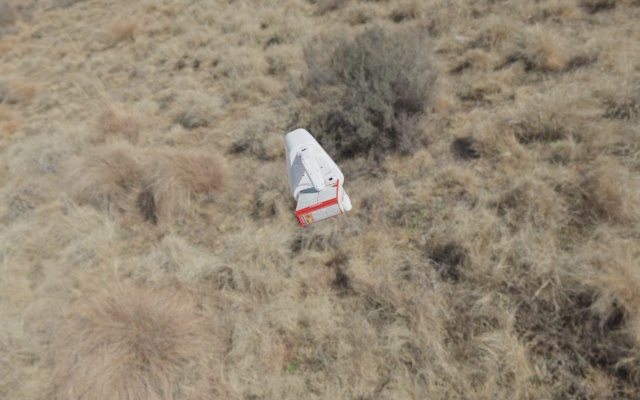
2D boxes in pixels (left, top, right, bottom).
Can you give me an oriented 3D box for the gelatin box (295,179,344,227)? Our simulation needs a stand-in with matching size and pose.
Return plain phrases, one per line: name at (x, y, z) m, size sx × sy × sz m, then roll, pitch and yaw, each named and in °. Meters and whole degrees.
gelatin box at (0.000, 0.002, 0.785) m, size 0.073 × 0.030 × 0.089 m, roll -18°, pitch 22°, yaw 11°
